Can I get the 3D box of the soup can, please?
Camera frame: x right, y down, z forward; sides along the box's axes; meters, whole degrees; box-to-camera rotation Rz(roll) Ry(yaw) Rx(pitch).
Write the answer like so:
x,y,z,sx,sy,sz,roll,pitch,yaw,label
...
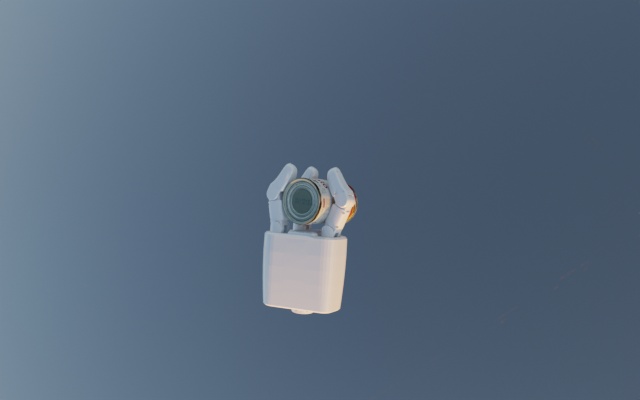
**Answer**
x,y,z,sx,sy,sz,roll,pitch,yaw,label
0.000,0.002,0.700,0.068,0.068,0.102,0,-1,34,soup can
